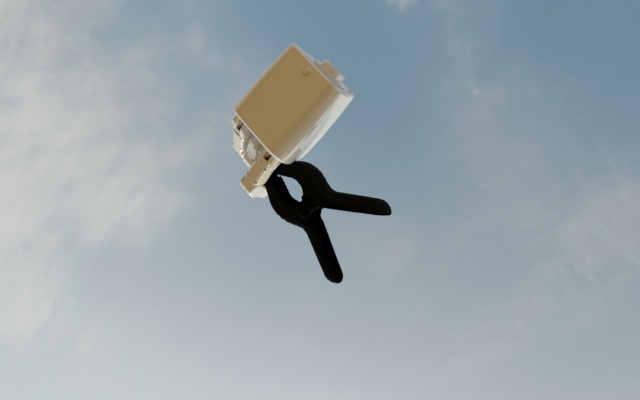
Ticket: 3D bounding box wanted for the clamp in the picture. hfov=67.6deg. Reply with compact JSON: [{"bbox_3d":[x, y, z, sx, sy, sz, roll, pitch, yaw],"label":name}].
[{"bbox_3d":[0.000,0.002,0.572,0.120,0.171,0.039,-46,-12,19],"label":"clamp"}]
